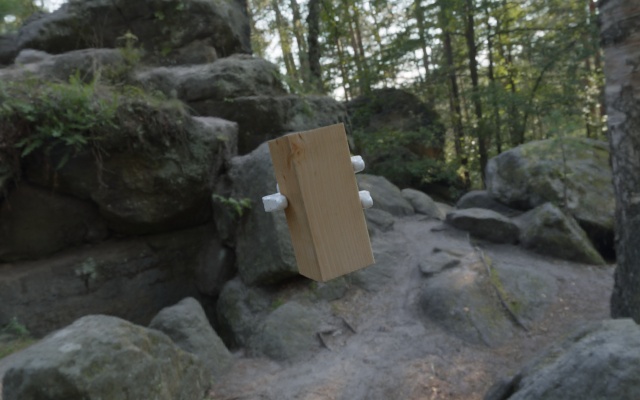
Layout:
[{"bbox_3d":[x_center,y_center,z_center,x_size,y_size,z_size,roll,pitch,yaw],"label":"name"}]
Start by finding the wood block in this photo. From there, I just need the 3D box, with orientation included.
[{"bbox_3d":[0.000,0.002,0.695,0.091,0.206,0.090,-16,7,-22],"label":"wood block"}]
